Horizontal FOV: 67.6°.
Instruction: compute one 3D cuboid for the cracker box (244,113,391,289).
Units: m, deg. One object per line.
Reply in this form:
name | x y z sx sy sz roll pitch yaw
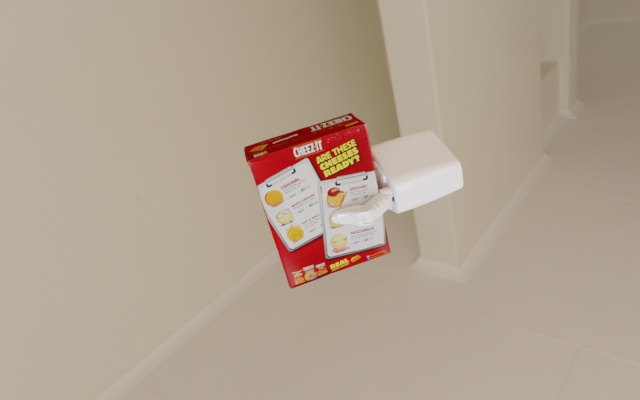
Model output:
cracker box | 0.000 0.002 0.689 0.164 0.214 0.072 -19 28 -7
